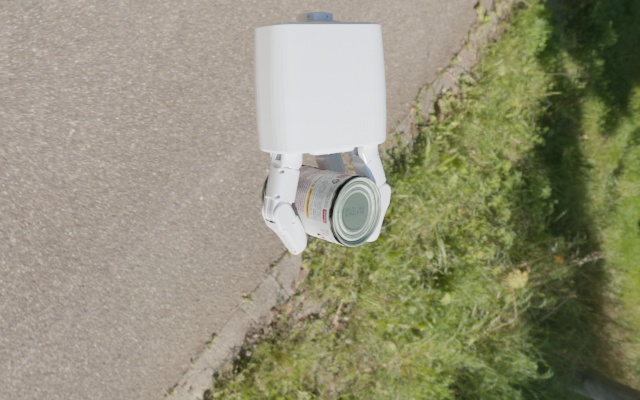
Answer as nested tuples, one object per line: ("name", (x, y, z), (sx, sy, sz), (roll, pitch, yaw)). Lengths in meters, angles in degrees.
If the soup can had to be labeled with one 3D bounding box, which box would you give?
("soup can", (0.000, 0.002, 0.463), (0.068, 0.068, 0.102), (0, 10, -43))
